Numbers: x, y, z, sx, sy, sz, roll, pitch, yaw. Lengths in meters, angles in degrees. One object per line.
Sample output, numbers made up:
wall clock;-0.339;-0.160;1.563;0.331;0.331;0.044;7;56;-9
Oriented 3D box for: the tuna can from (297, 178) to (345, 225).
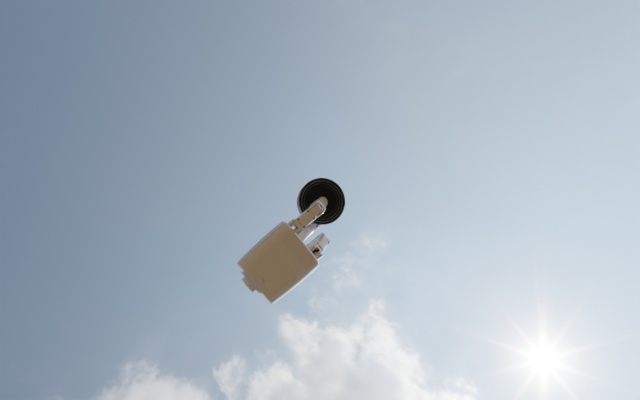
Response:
tuna can;0.000;0.003;0.879;0.086;0.086;0.034;0;-6;-12
